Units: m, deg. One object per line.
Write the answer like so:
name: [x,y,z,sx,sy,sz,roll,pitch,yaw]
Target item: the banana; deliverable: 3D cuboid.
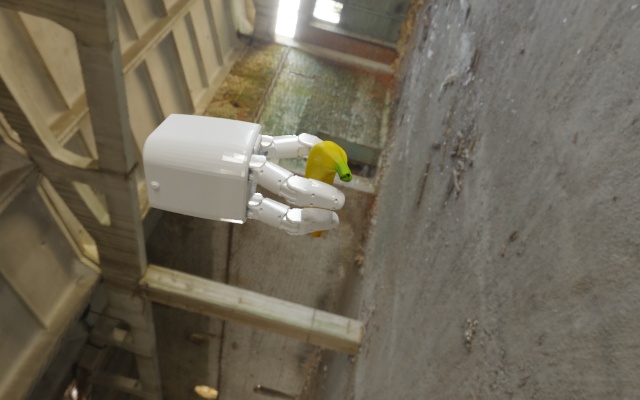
banana: [0.000,-0.017,0.551,0.037,0.069,0.198,2,-21,-7]
